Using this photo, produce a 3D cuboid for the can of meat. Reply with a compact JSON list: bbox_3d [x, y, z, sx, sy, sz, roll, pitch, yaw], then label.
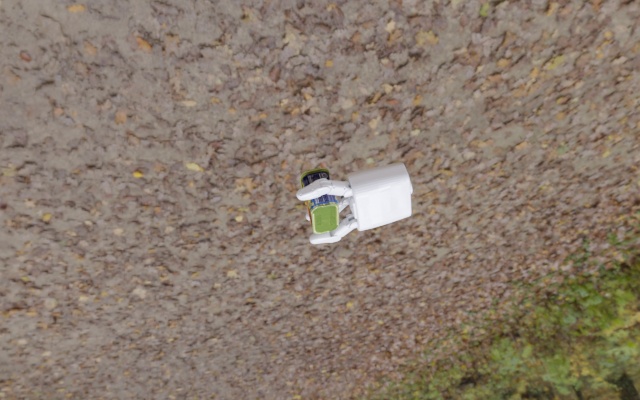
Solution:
[{"bbox_3d":[0.000,0.003,0.897,0.057,0.084,0.102,-13,-34,-6],"label":"can of meat"}]
